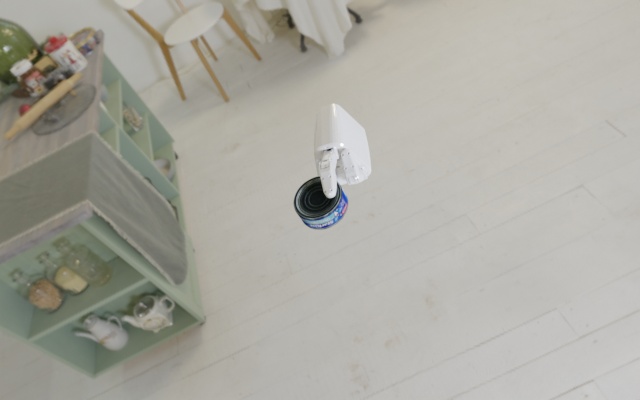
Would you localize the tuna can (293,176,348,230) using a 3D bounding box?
[{"bbox_3d":[0.000,0.002,0.779,0.086,0.086,0.034,0,-32,24],"label":"tuna can"}]
